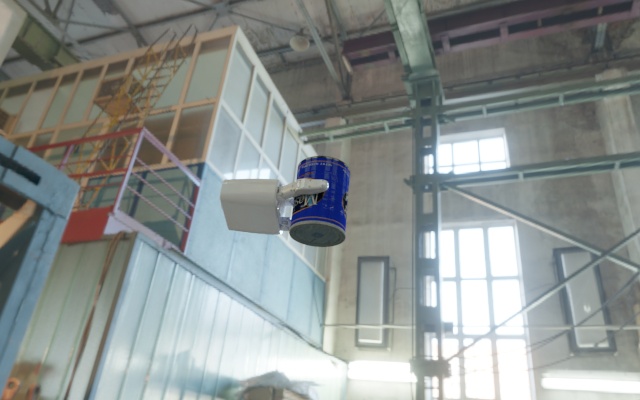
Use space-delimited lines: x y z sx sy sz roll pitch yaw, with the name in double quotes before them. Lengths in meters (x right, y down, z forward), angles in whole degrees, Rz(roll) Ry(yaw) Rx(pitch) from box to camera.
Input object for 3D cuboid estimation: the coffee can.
"coffee can" 0.000 0.003 0.891 0.103 0.140 0.103 5 -28 2
